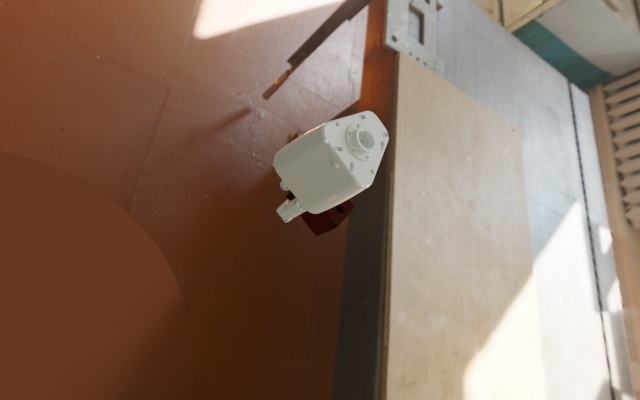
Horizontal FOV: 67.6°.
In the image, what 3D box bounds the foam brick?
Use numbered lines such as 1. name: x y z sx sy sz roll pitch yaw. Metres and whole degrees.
1. foam brick: 0.000 0.002 0.687 0.051 0.078 0.053 -26 15 48
